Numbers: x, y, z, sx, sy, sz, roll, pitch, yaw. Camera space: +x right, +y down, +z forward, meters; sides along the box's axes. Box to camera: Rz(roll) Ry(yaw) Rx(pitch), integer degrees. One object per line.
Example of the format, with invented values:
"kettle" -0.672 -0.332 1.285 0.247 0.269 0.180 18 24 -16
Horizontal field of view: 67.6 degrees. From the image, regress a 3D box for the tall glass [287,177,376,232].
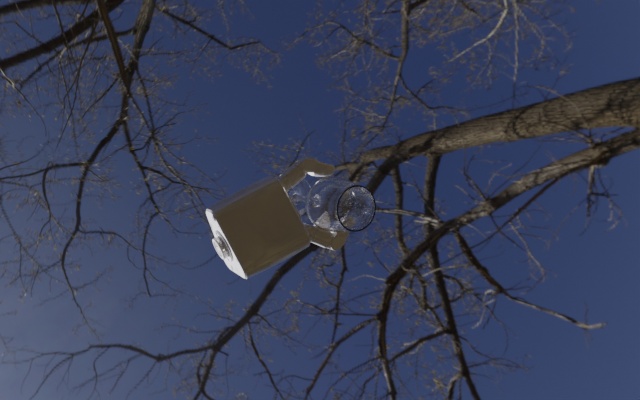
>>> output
"tall glass" 0.000 0.002 0.712 0.079 0.079 0.201 0 5 -29
